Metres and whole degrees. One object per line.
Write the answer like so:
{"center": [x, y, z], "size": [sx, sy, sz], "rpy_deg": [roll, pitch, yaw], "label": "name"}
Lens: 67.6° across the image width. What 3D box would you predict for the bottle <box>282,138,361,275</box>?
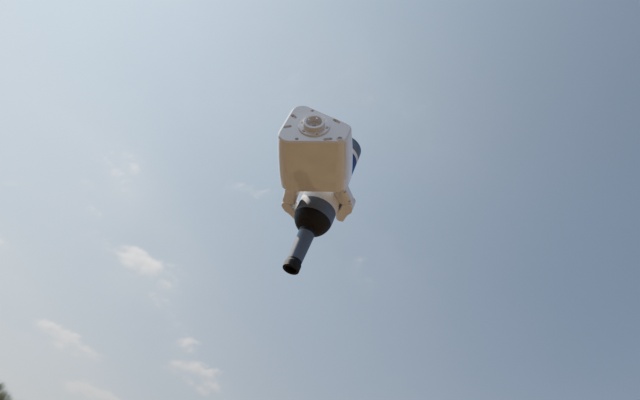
{"center": [0.000, 0.003, 0.828], "size": [0.069, 0.295, 0.069], "rpy_deg": [14, -40, 12], "label": "bottle"}
